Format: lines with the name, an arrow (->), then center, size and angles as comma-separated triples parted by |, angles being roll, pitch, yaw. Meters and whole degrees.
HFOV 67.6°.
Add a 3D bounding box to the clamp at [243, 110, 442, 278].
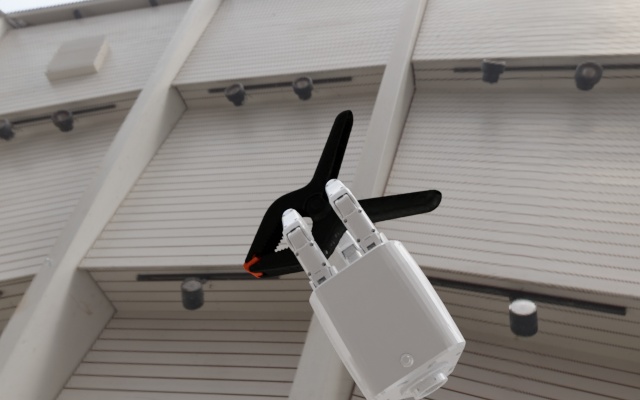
clamp -> 0.000, 0.003, 0.517 | 0.210, 0.164, 0.036 | -35, -35, 4
